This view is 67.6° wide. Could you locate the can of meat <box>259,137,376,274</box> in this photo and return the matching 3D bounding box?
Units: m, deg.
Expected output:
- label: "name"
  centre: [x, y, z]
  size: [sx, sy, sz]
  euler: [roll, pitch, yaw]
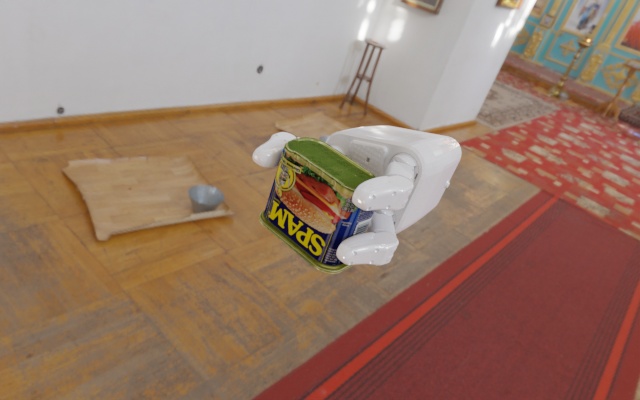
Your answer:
- label: "can of meat"
  centre: [0.000, 0.001, 0.436]
  size: [0.102, 0.084, 0.057]
  euler: [36, 32, 28]
